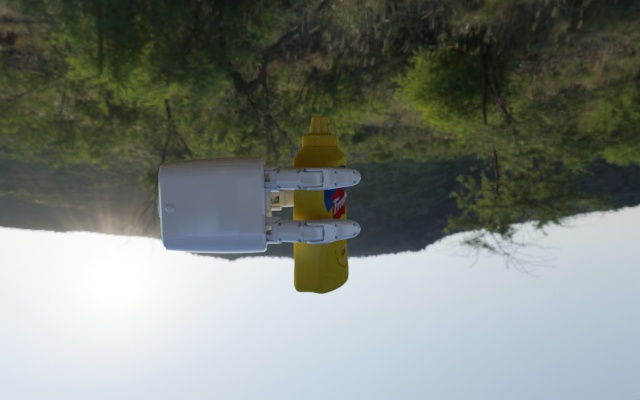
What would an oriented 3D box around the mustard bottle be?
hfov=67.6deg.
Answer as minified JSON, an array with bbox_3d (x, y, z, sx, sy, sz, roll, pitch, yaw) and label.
[{"bbox_3d":[0.000,0.002,0.542,0.058,0.191,0.096,1,6,20],"label":"mustard bottle"}]
